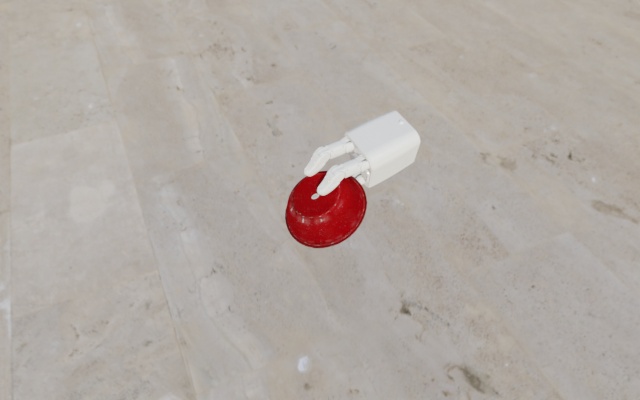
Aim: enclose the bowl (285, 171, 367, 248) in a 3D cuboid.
[{"bbox_3d":[-0.001,0.004,0.869,0.162,0.162,0.055,0,-28,23],"label":"bowl"}]
